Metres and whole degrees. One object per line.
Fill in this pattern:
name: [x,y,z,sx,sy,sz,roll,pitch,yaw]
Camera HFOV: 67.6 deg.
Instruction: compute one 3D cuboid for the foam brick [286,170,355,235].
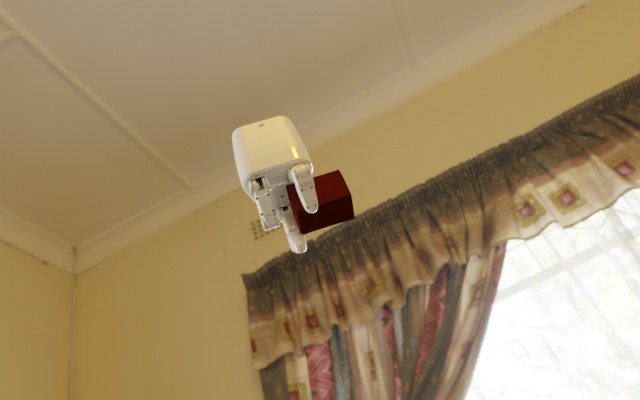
foam brick: [0.000,0.002,0.642,0.078,0.051,0.053,-17,-41,-6]
